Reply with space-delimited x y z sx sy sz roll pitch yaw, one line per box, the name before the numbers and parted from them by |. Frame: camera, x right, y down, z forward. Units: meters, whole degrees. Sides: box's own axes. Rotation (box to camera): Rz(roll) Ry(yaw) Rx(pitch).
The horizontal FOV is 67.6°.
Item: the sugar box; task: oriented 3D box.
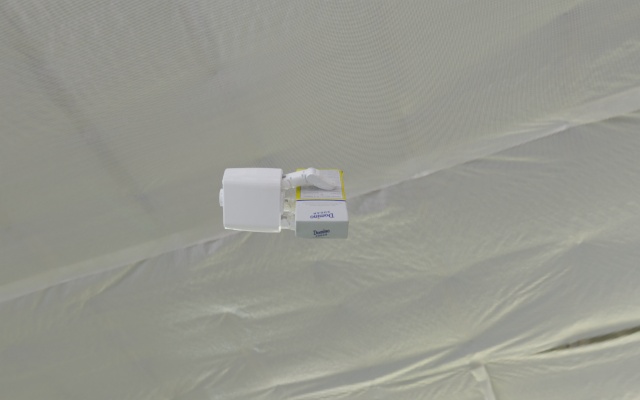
sugar box | 0.000 0.003 0.884 0.093 0.048 0.176 1 36 -2
